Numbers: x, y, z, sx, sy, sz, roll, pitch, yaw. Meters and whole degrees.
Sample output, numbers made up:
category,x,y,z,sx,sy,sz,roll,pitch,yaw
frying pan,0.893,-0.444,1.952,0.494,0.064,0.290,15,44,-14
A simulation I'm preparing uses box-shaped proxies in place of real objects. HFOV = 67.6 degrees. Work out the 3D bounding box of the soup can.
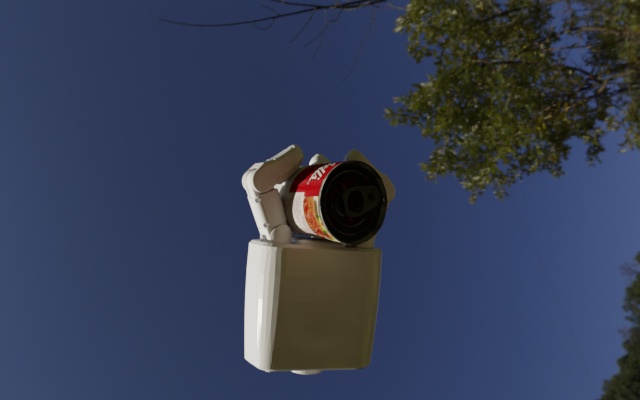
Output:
category,x,y,z,sx,sy,sz,roll,pitch,yaw
soup can,0.000,0.001,0.422,0.068,0.068,0.102,0,1,-33
